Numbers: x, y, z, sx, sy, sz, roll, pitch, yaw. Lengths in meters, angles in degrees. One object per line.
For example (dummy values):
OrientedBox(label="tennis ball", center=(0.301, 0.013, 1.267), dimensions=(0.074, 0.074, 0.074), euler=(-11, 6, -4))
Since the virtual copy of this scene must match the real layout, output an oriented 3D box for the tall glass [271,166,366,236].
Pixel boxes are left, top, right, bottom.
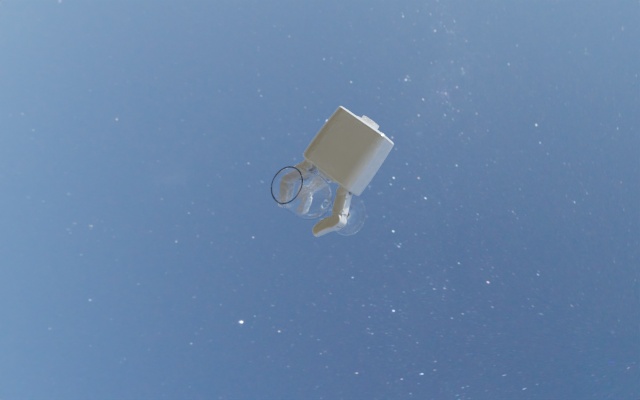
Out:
OrientedBox(label="tall glass", center=(0.000, 0.003, 0.819), dimensions=(0.079, 0.079, 0.201), euler=(0, -15, 34))
